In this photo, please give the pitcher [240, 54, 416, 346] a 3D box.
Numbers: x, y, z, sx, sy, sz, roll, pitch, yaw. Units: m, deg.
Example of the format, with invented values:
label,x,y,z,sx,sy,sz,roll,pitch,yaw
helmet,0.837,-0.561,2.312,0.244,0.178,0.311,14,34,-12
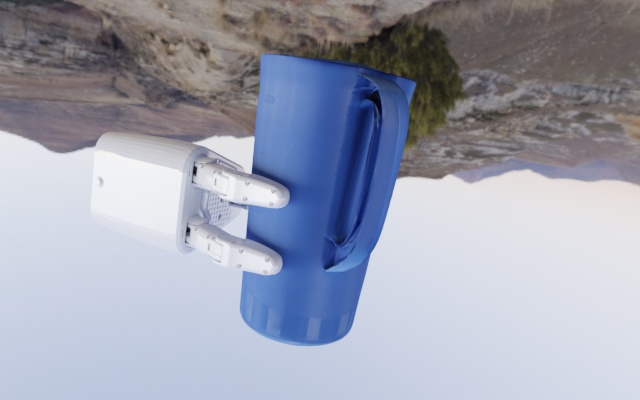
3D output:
label,x,y,z,sx,sy,sz,roll,pitch,yaw
pitcher,0.000,0.001,0.419,0.145,0.243,0.149,13,12,17
